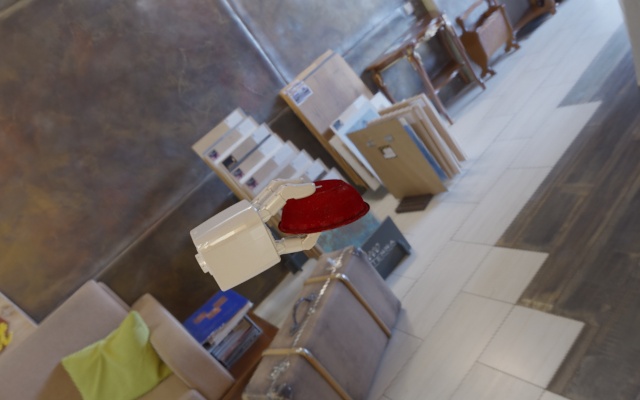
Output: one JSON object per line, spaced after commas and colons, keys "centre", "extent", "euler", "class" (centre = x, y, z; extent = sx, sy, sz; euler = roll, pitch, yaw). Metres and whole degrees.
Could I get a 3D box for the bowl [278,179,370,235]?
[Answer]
{"centre": [0.001, 0.002, 0.810], "extent": [0.162, 0.055, 0.162], "euler": [-12, 14, 3], "class": "bowl"}
